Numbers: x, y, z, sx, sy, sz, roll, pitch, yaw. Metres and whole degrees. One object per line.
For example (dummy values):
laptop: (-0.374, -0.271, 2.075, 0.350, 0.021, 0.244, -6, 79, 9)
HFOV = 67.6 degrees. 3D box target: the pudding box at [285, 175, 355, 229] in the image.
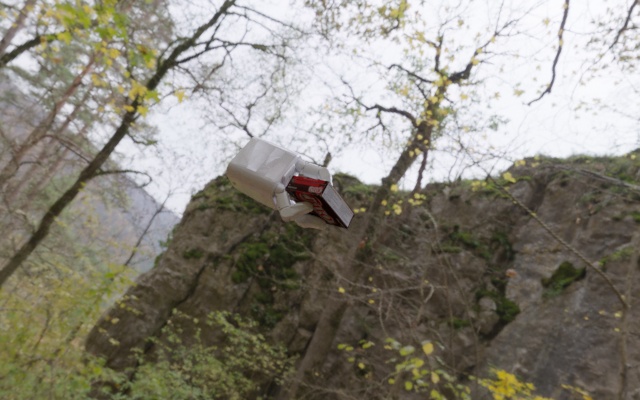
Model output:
pudding box: (0.000, 0.003, 0.886, 0.090, 0.039, 0.113, 13, -24, 41)
